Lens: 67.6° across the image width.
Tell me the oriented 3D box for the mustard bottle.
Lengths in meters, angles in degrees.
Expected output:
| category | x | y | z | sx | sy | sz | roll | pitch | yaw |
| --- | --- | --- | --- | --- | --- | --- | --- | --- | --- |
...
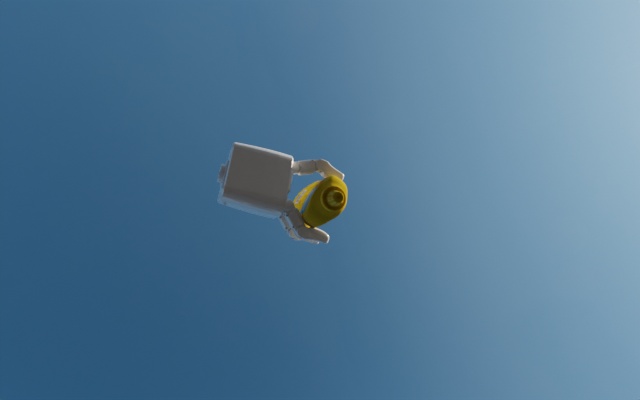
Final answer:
| category | x | y | z | sx | sy | sz | roll | pitch | yaw |
| --- | --- | --- | --- | --- | --- | --- | --- | --- | --- |
| mustard bottle | 0.000 | 0.003 | 0.830 | 0.058 | 0.096 | 0.191 | 39 | -14 | -10 |
